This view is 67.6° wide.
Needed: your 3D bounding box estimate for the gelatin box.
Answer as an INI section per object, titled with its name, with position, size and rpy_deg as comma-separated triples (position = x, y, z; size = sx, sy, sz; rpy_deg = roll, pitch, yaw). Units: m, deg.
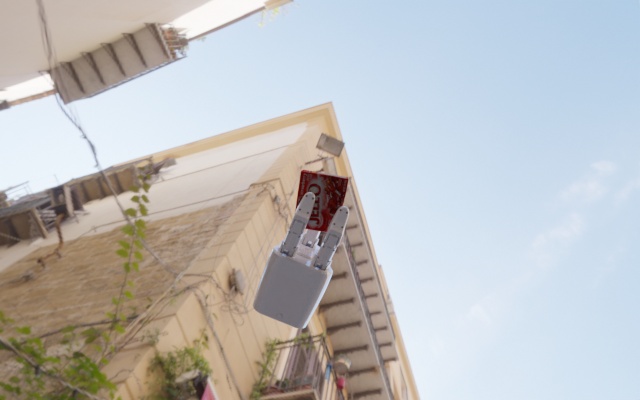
[gelatin box]
position = 0.000, 0.002, 0.730
size = 0.073, 0.089, 0.030
rpy_deg = 10, 9, 1
